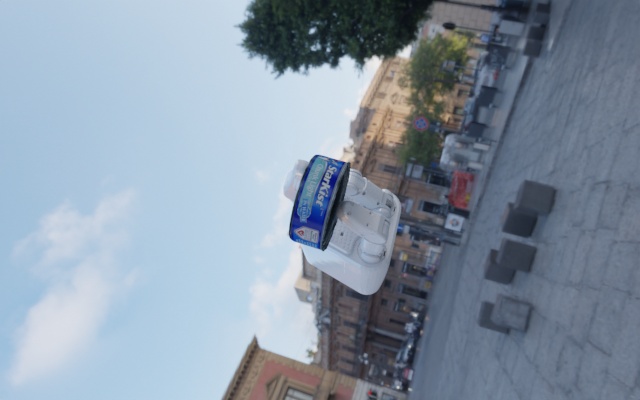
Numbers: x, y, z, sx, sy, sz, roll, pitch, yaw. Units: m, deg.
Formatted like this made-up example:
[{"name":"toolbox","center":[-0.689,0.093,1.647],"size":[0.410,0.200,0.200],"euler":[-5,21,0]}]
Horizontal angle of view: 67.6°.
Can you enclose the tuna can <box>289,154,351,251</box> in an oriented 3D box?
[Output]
[{"name":"tuna can","center":[0.000,0.001,0.442],"size":[0.034,0.086,0.086],"euler":[17,2,8]}]
